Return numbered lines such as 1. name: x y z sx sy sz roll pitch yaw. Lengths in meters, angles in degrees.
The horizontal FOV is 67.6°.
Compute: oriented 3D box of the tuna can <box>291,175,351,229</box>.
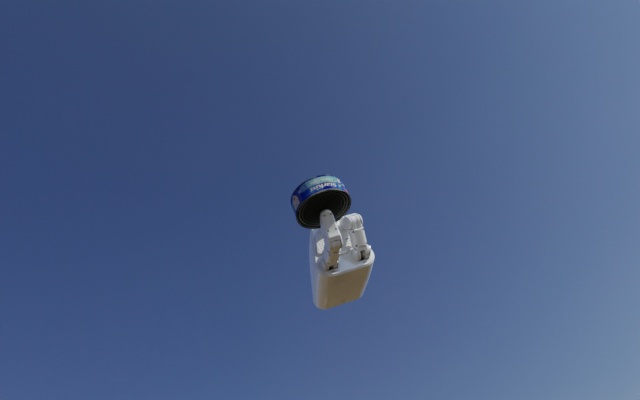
1. tuna can: 0.000 0.002 0.705 0.086 0.033 0.086 -15 -38 -12
